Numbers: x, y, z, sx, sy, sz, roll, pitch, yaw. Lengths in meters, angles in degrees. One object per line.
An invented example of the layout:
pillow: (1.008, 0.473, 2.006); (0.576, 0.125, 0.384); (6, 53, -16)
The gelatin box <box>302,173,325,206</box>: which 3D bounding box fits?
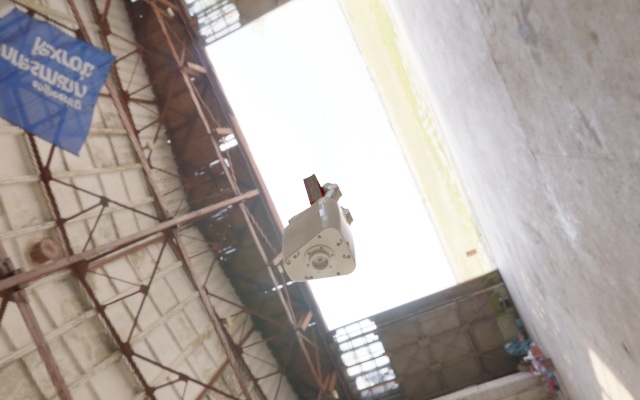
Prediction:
gelatin box: (0.000, 0.003, 0.884); (0.030, 0.073, 0.089); (-26, 35, 4)
